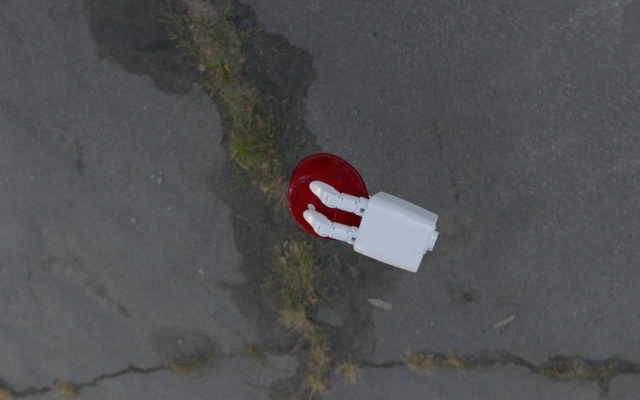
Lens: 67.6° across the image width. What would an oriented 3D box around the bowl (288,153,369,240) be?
[{"bbox_3d":[-0.001,0.003,0.819,0.162,0.162,0.055,0,18,32],"label":"bowl"}]
